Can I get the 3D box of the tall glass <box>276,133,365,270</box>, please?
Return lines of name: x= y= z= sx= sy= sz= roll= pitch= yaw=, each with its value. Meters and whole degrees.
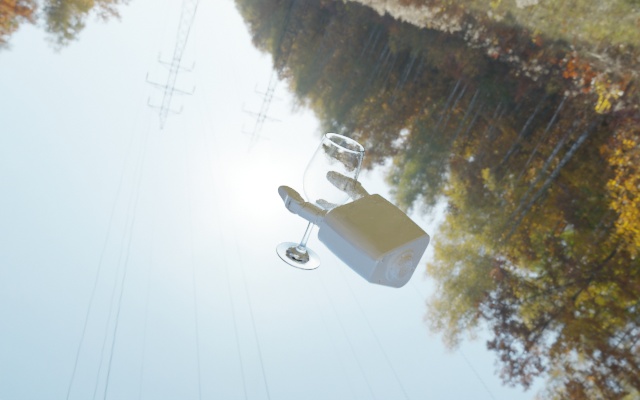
tall glass: x=0.000 y=0.003 z=0.713 sx=0.079 sy=0.201 sz=0.079 roll=19 pitch=22 yaw=-8
